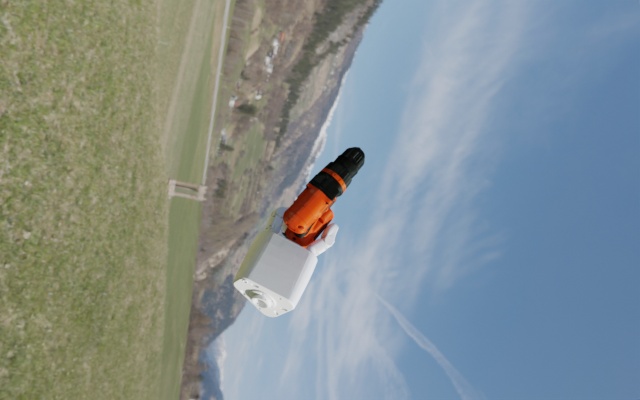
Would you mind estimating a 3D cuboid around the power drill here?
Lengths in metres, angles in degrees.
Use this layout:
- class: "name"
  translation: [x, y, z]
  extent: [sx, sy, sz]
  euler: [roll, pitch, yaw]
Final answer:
- class: "power drill"
  translation: [0.000, 0.003, 0.841]
  extent: [0.057, 0.184, 0.188]
  euler: [41, -22, 10]
